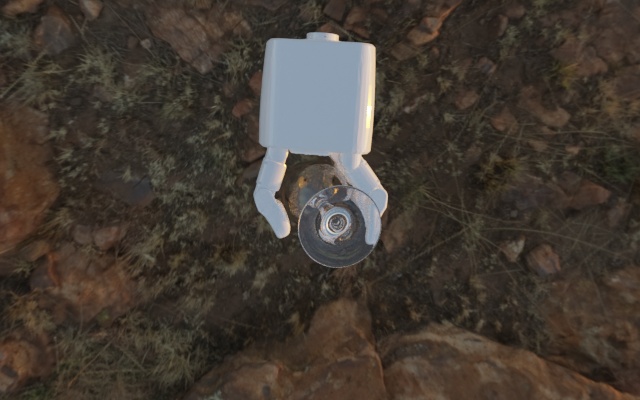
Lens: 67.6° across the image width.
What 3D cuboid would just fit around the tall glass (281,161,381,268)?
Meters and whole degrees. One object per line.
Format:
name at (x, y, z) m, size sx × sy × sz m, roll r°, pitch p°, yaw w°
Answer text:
tall glass at (0.000, 0.002, 0.509) m, size 0.079 × 0.079 × 0.201 m, roll 0°, pitch 12°, yaw -10°
